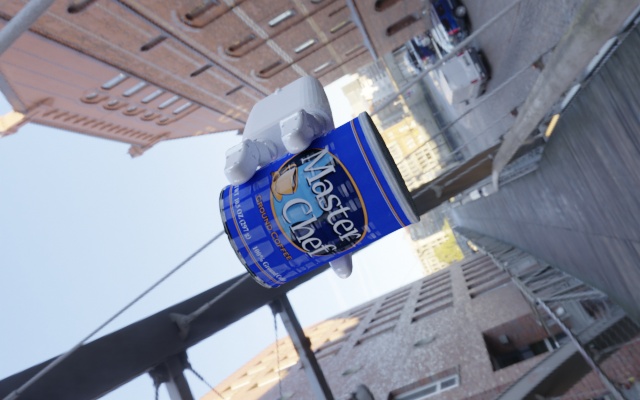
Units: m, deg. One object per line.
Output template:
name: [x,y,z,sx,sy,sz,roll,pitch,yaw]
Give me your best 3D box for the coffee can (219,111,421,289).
coffee can: [0.000,0.001,0.412,0.140,0.103,0.103,-27,-6,13]
